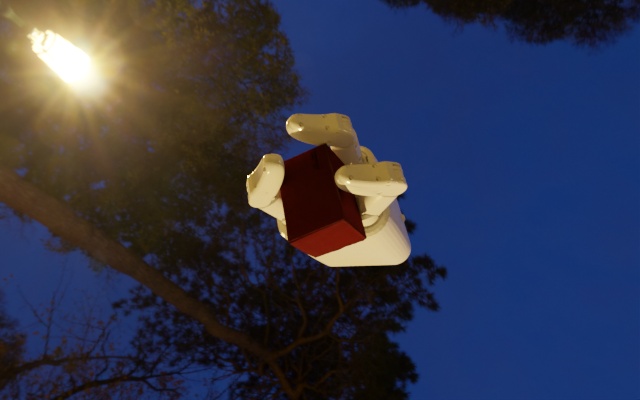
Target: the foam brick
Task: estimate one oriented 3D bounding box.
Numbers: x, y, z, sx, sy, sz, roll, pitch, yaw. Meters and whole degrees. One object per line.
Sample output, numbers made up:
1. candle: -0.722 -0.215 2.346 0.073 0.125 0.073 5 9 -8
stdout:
1. foam brick: 0.000 0.002 0.411 0.053 0.078 0.051 -22 -31 17
